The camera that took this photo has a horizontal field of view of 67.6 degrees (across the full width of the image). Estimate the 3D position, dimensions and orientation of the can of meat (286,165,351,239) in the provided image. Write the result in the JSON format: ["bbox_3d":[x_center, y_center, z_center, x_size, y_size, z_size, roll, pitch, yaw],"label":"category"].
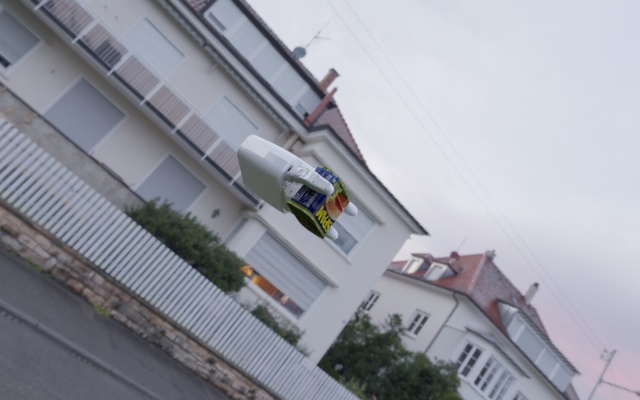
[{"bbox_3d":[0.000,0.002,0.790,0.057,0.084,0.102,30,-16,29],"label":"can of meat"}]
